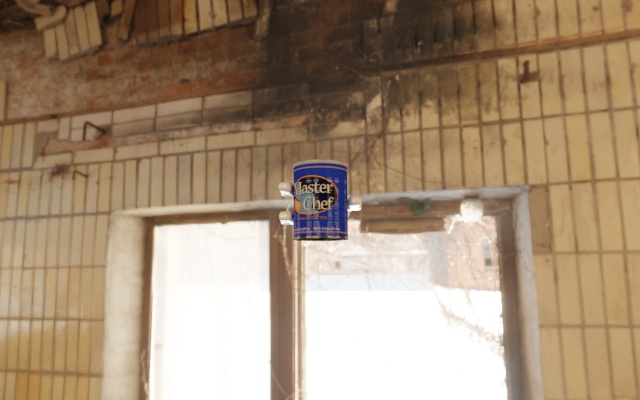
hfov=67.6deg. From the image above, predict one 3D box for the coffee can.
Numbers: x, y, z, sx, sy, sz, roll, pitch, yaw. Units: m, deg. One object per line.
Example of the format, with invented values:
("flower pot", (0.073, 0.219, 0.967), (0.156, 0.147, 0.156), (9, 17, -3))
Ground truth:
("coffee can", (0.000, 0.003, 0.882), (0.103, 0.140, 0.103), (0, -8, 0))
